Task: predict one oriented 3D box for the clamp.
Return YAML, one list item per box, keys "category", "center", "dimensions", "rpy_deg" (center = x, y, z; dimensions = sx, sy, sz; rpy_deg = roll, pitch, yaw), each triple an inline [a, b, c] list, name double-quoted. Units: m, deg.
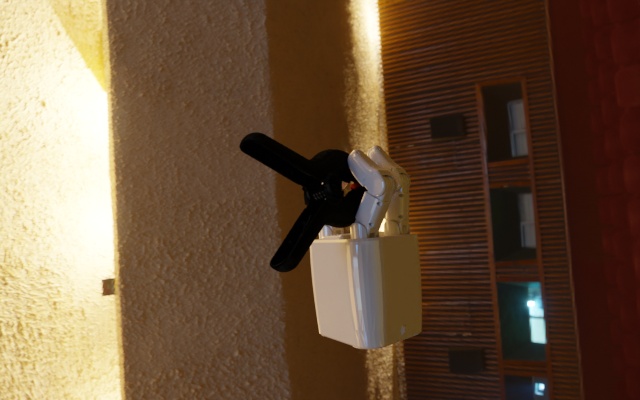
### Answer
- category: "clamp"
  center: [0.000, 0.001, 0.454]
  dimensions: [0.039, 0.120, 0.171]
  rpy_deg: [-8, -5, 44]
